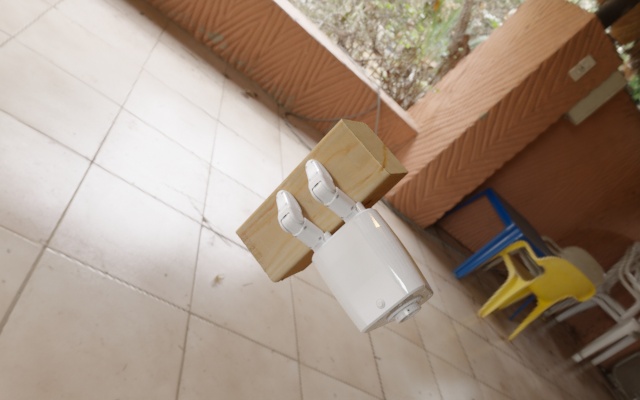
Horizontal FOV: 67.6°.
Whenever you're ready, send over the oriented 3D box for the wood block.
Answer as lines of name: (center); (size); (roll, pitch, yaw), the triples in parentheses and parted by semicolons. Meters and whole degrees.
wood block: (0.001, 0.002, 0.616); (0.206, 0.090, 0.091); (-44, -14, 21)
